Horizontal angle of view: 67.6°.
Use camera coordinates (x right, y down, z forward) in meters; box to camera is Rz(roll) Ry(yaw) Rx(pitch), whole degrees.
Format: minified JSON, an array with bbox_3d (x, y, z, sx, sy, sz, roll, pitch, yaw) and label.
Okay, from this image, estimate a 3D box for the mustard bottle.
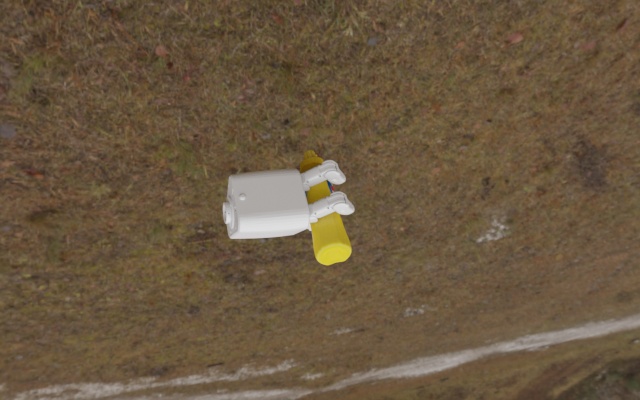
[{"bbox_3d":[0.001,0.003,0.780,0.058,0.191,0.096,-15,-24,2],"label":"mustard bottle"}]
